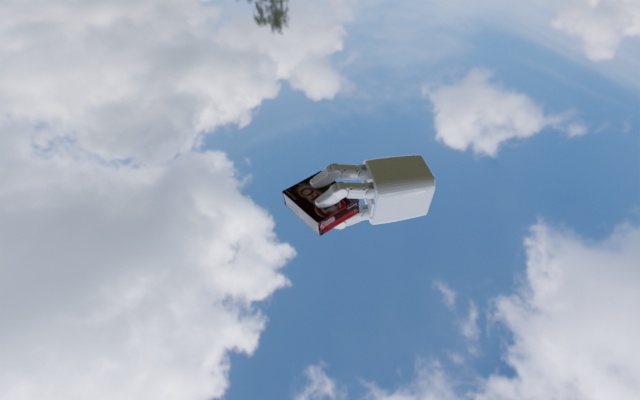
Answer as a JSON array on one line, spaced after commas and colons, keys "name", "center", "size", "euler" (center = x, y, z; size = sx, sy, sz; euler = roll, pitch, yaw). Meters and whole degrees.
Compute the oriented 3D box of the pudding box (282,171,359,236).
[{"name": "pudding box", "center": [0.000, 0.003, 0.845], "size": [0.090, 0.039, 0.113], "euler": [-29, 44, -25]}]
